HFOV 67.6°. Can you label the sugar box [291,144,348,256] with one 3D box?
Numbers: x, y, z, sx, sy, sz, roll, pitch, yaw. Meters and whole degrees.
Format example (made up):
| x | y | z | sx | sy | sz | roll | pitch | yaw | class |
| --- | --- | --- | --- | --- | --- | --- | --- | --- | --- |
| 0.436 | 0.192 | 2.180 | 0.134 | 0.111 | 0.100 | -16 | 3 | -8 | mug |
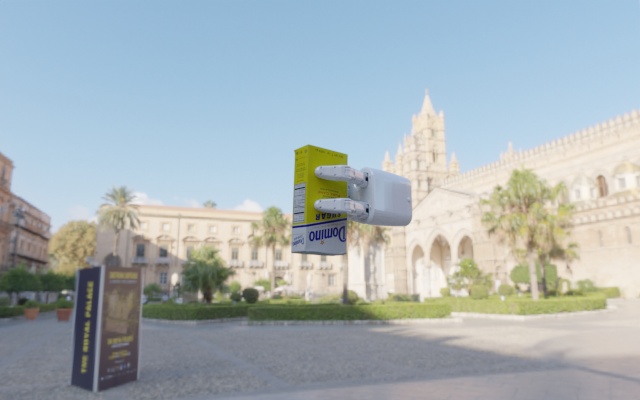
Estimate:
| x | y | z | sx | sy | sz | roll | pitch | yaw | class |
| --- | --- | --- | --- | --- | --- | --- | --- | --- | --- |
| 0.001 | 0.002 | 0.798 | 0.093 | 0.176 | 0.048 | 8 | -14 | -39 | sugar box |
